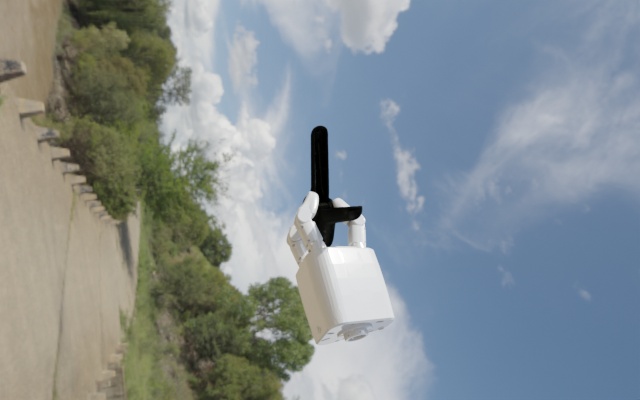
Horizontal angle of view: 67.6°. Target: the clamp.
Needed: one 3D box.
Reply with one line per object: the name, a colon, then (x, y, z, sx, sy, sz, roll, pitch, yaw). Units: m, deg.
clamp: (0.001, 0.003, 0.729, 0.036, 0.164, 0.210, -6, -30, -20)
